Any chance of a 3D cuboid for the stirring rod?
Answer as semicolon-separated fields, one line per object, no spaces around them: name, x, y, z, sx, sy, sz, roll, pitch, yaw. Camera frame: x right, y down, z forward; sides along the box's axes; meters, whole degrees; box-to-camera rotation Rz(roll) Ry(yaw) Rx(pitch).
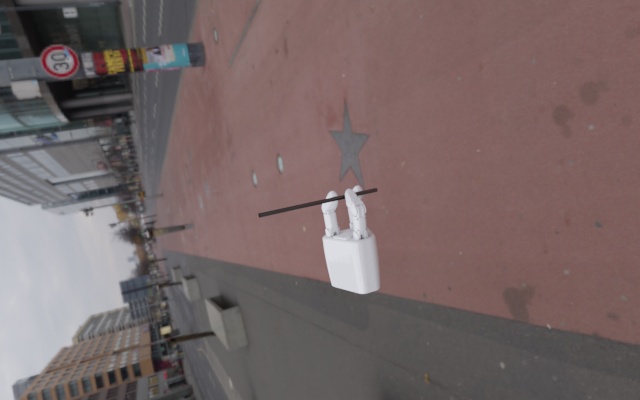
stirring rod;0.000;0.003;0.896;0.239;0.011;0.011;-12;4;-20
